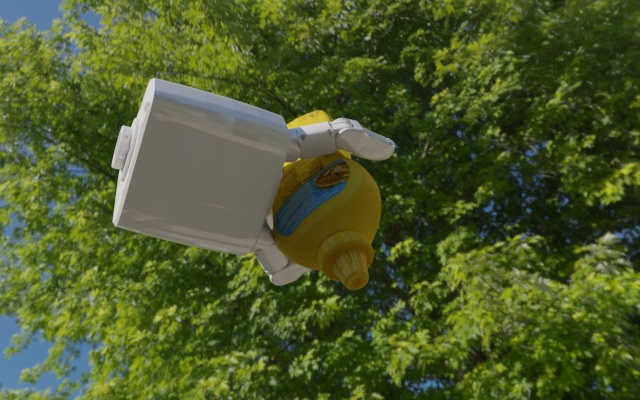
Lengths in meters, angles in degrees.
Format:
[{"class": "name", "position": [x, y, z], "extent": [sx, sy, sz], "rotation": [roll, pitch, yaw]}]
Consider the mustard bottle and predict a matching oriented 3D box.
[{"class": "mustard bottle", "position": [0.000, 0.001, 0.406], "extent": [0.058, 0.096, 0.191], "rotation": [42, 15, -36]}]
